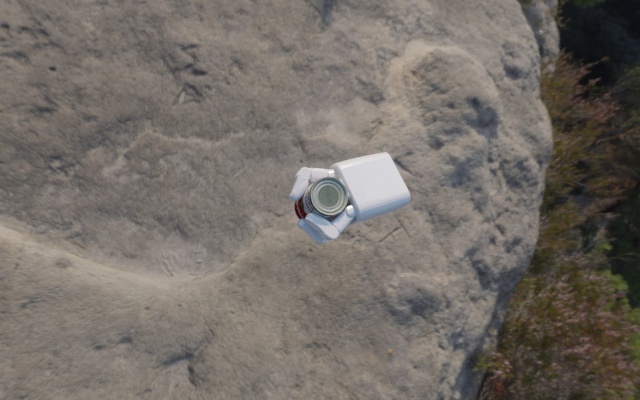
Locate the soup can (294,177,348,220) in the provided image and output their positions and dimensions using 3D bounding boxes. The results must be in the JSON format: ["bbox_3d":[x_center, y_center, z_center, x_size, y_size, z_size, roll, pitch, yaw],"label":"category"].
[{"bbox_3d":[0.000,0.003,0.819,0.068,0.068,0.102,0,-11,-17],"label":"soup can"}]
